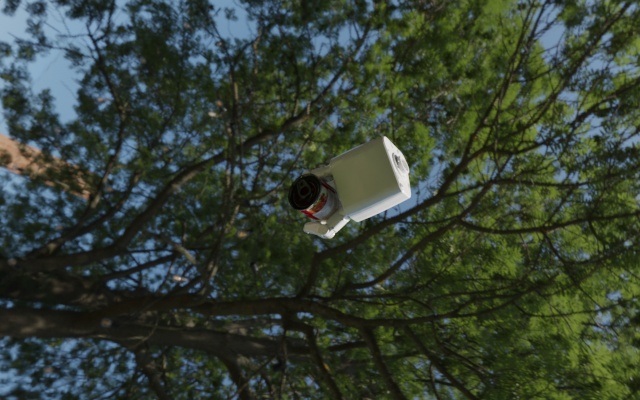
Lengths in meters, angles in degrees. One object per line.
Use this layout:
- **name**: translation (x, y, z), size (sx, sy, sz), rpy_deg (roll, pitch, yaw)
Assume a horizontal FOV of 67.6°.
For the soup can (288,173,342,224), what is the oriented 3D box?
- **soup can**: translation (0.000, 0.003, 0.843), size (0.068, 0.068, 0.102), rpy_deg (0, -21, 36)
